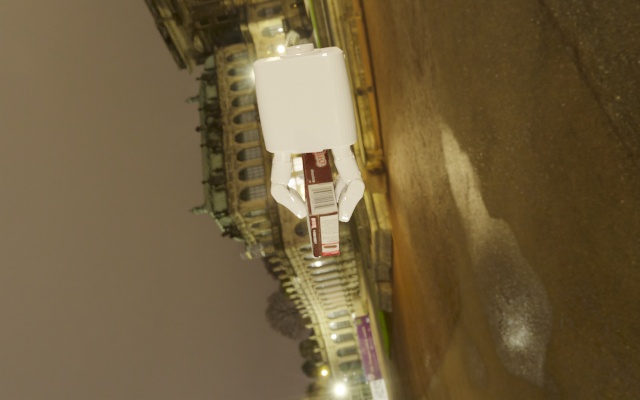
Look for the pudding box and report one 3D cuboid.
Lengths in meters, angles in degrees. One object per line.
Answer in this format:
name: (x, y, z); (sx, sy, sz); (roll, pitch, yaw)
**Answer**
pudding box: (0.000, 0.002, 0.612); (0.039, 0.113, 0.090); (-6, -41, 0)
